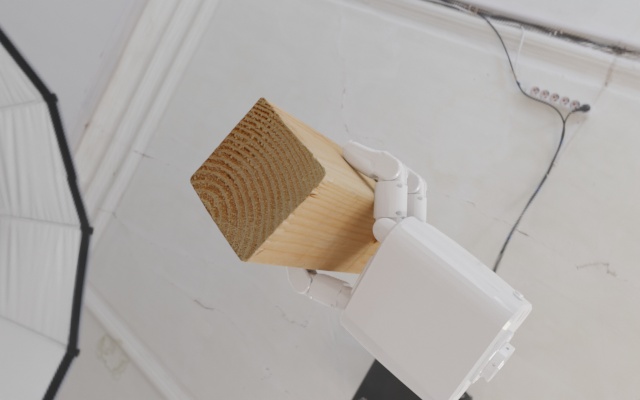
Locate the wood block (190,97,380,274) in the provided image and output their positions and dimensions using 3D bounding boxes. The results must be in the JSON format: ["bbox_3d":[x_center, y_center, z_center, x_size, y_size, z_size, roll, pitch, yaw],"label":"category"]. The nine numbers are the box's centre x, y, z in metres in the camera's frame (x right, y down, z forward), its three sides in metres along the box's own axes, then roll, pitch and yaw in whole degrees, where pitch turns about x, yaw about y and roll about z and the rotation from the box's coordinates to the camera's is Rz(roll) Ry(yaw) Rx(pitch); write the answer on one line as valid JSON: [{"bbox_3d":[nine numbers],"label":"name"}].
[{"bbox_3d":[0.000,0.002,0.428,0.090,0.091,0.206,51,15,27],"label":"wood block"}]
